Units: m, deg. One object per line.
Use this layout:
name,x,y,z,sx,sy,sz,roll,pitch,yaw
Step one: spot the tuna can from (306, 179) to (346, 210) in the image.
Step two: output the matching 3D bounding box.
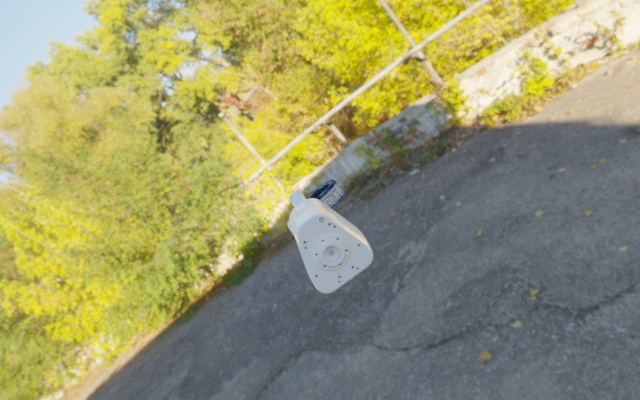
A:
tuna can,0.000,0.002,0.812,0.086,0.034,0.086,-38,9,7
